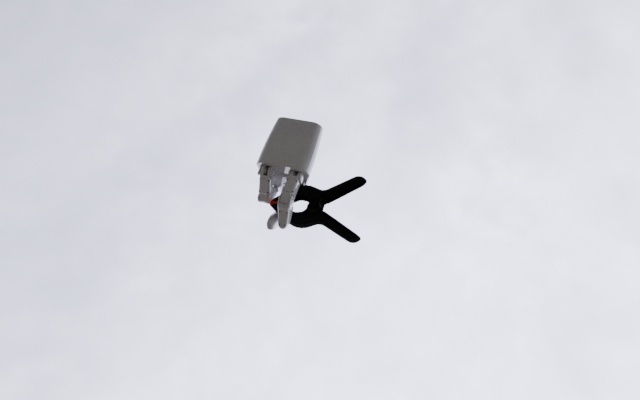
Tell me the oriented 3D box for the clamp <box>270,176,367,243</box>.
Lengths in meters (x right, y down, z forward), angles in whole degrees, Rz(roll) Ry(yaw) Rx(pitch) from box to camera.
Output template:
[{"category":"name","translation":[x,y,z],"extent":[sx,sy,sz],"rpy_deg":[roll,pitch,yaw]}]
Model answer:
[{"category":"clamp","translation":[0.000,0.003,0.835],"extent":[0.171,0.120,0.039],"rpy_deg":[12,-26,14]}]
